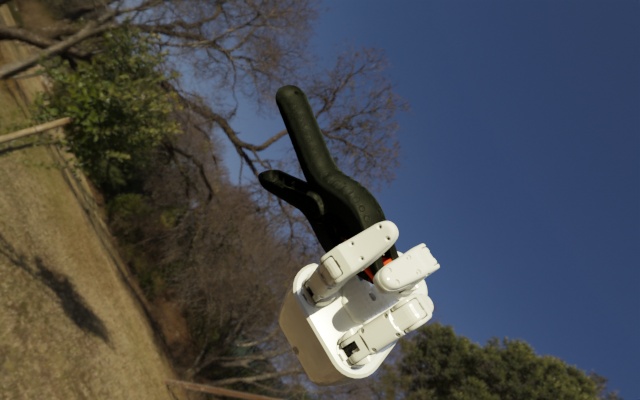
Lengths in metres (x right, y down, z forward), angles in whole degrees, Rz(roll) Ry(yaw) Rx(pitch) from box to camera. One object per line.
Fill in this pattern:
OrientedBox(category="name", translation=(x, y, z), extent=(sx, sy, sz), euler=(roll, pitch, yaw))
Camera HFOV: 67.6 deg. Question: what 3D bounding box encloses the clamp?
OrientedBox(category="clamp", translation=(0.001, 0.001, 0.404), extent=(0.039, 0.171, 0.120), euler=(-24, -18, -25))
